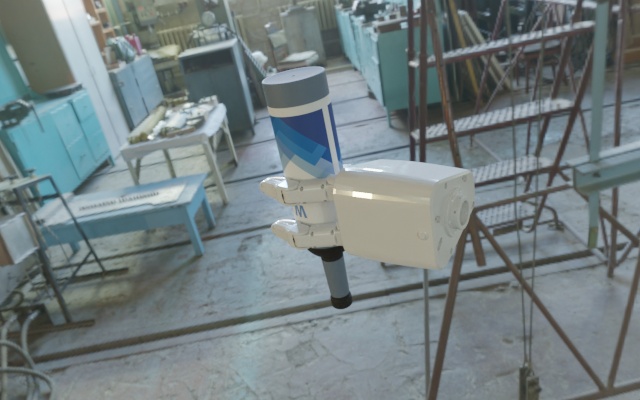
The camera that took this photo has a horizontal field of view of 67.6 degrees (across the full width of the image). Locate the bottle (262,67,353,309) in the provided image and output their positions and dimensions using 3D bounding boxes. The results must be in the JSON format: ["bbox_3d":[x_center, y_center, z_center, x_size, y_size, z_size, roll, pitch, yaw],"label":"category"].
[{"bbox_3d":[0.000,0.002,0.551,0.069,0.296,0.069,-10,26,5],"label":"bottle"}]
